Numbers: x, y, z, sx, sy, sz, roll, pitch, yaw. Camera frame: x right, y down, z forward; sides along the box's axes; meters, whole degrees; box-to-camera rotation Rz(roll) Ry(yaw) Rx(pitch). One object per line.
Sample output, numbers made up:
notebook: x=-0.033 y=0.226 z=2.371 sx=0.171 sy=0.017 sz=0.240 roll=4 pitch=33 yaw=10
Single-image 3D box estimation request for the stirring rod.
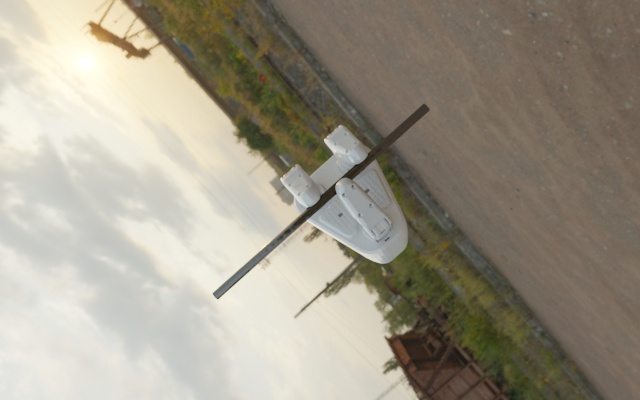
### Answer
stirring rod: x=0.000 y=0.001 z=0.405 sx=0.239 sy=0.011 sz=0.011 roll=-42 pitch=-1 yaw=1
